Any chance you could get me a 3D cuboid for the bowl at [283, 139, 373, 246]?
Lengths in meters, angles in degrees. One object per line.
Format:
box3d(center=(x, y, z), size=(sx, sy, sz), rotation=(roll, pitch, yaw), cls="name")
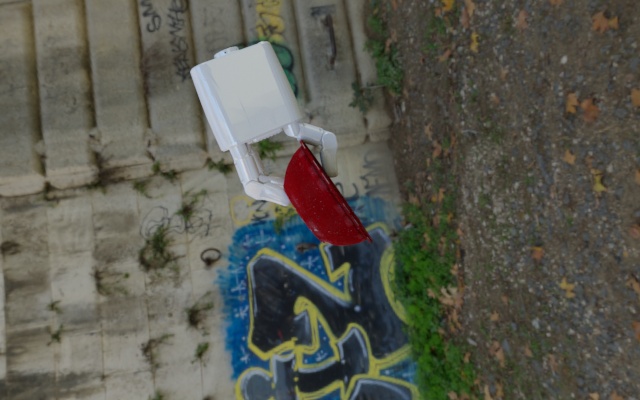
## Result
box3d(center=(0.000, 0.003, 0.617), size=(0.055, 0.162, 0.162), rotation=(-35, -3, 4), cls="bowl")
